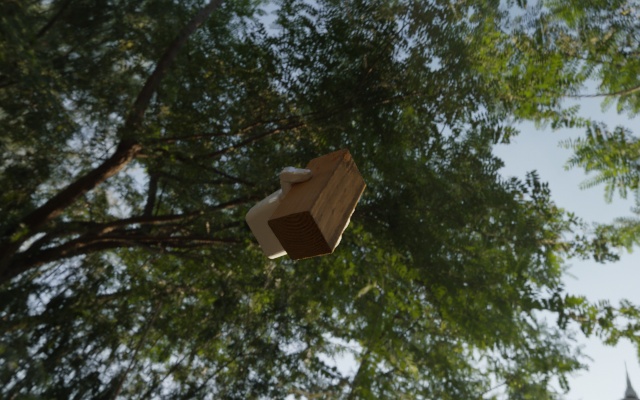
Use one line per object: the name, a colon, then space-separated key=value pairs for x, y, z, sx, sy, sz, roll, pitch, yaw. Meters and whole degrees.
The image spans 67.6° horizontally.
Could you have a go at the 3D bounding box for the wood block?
wood block: x=0.000 y=0.003 z=0.865 sx=0.090 sy=0.091 sz=0.206 roll=-15 pitch=27 yaw=32
